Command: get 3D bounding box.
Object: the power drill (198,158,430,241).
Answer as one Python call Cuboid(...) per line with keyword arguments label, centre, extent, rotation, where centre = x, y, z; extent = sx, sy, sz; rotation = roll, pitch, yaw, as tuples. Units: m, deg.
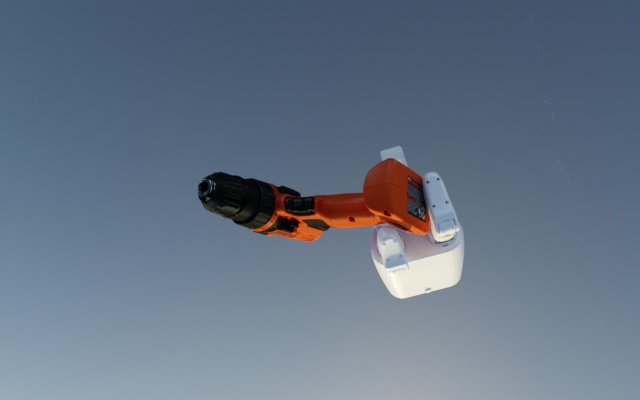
Cuboid(label="power drill", centre=(0.001, 0.002, 0.474), extent=(0.187, 0.057, 0.184), rotation=(-5, -14, 33))
